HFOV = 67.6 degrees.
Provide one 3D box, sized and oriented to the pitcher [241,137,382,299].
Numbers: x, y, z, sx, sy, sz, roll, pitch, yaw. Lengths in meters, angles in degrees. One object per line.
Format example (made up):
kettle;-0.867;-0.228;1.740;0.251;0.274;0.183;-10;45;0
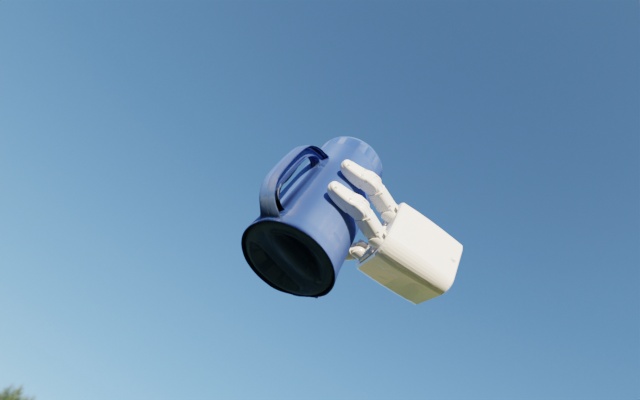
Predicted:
pitcher;0.000;0.002;0.676;0.145;0.149;0.242;33;45;0
